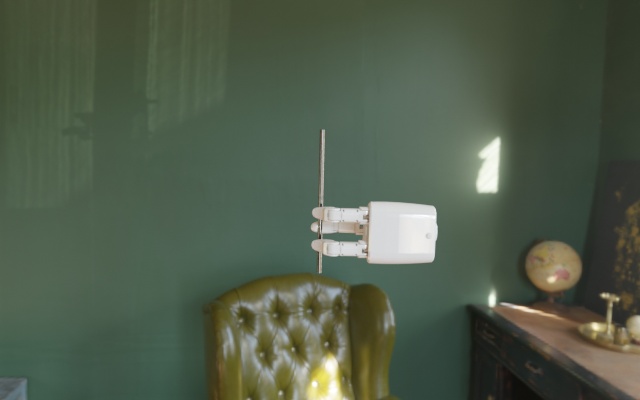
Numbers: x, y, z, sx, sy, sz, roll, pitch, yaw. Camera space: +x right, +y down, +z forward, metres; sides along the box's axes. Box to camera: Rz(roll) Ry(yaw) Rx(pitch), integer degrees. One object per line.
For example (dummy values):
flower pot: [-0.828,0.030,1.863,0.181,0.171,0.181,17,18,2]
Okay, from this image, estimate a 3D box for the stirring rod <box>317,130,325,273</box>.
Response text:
stirring rod: [0.000,0.003,0.802,0.011,0.239,0.011,1,5,0]
